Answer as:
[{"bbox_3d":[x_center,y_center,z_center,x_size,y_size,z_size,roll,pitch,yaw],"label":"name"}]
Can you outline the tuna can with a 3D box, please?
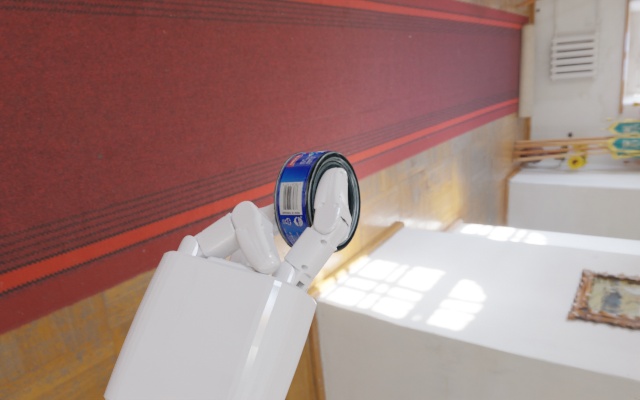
[{"bbox_3d":[0.001,0.001,0.400,0.034,0.086,0.086,-1,-1,33],"label":"tuna can"}]
